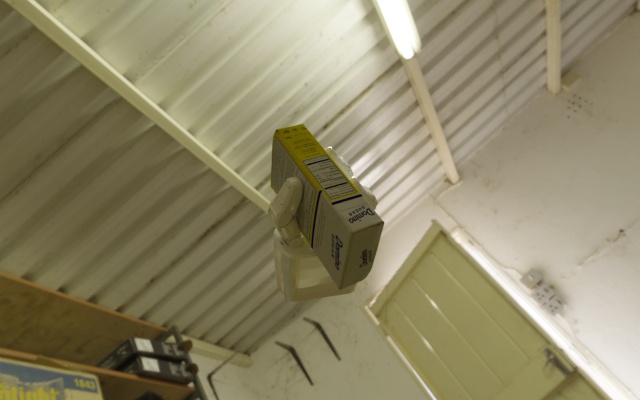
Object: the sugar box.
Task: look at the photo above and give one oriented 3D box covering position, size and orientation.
[{"bbox_3d":[0.000,0.002,0.533,0.048,0.093,0.176,-19,51,-26],"label":"sugar box"}]
